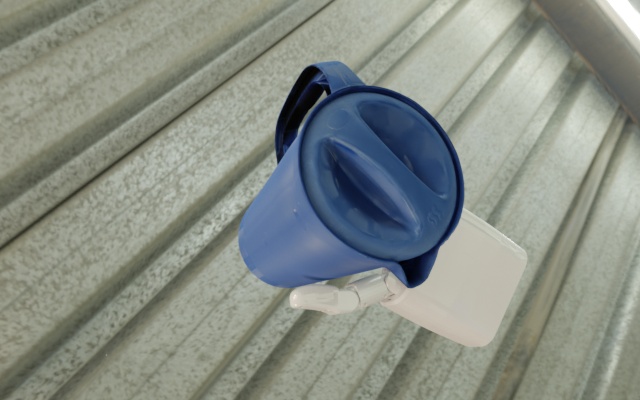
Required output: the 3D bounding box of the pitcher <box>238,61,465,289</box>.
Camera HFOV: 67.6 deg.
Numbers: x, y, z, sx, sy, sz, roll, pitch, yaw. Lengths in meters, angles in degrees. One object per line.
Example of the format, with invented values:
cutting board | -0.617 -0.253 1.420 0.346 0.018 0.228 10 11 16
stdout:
pitcher | 0.000 0.002 0.436 0.145 0.149 0.243 28 -26 -13
